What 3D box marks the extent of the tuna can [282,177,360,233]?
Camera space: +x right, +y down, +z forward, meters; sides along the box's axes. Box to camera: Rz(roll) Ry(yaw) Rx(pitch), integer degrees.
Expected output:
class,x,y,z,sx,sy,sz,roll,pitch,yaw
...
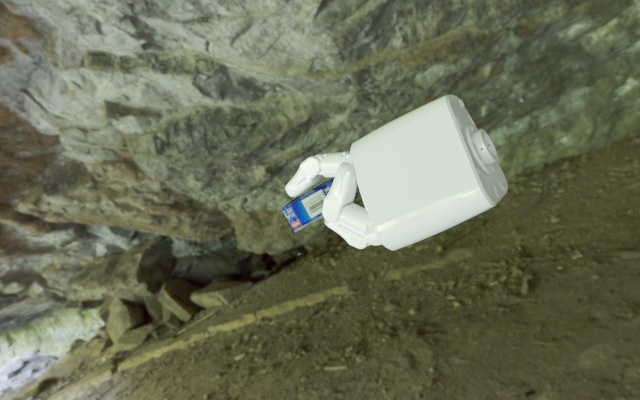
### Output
class,x,y,z,sx,sy,sz,roll,pitch,yaw
tuna can,0.000,0.001,0.544,0.086,0.034,0.086,-30,-1,-1
